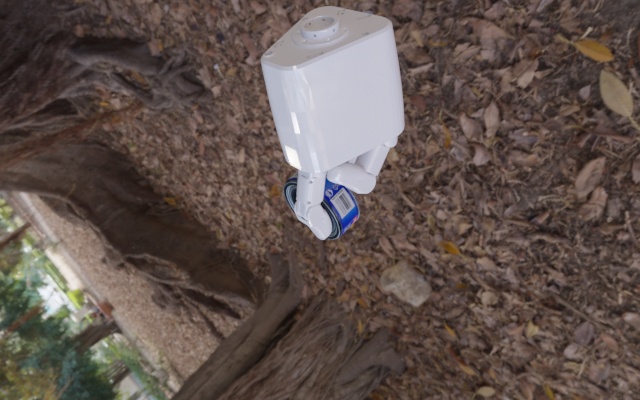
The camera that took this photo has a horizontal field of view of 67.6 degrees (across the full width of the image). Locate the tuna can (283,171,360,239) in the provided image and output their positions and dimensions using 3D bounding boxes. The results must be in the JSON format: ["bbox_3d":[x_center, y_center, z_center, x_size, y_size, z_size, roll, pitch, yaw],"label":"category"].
[{"bbox_3d":[0.000,0.002,0.526,0.033,0.086,0.086,-44,22,-25],"label":"tuna can"}]
